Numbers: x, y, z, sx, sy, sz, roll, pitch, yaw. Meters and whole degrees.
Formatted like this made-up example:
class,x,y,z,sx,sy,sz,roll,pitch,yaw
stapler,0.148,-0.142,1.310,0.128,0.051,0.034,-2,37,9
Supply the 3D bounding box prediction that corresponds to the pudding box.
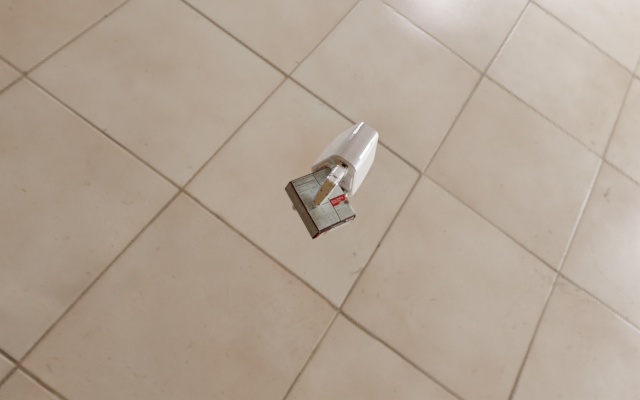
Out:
class,x,y,z,sx,sy,sz,roll,pitch,yaw
pudding box,0.000,0.003,0.881,0.090,0.113,0.039,-23,-17,-28
